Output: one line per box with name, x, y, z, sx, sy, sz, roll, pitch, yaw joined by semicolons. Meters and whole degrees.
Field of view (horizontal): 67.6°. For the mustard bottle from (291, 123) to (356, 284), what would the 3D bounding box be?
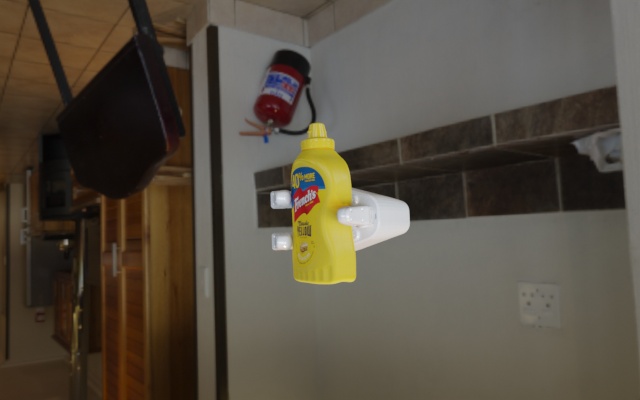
mustard bottle;0.000;0.002;0.580;0.058;0.191;0.096;0;-4;-31
